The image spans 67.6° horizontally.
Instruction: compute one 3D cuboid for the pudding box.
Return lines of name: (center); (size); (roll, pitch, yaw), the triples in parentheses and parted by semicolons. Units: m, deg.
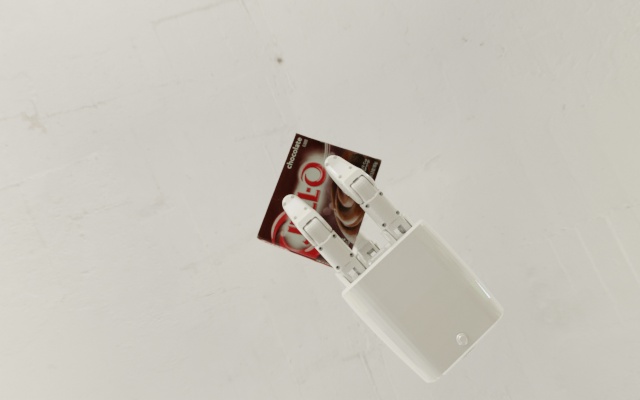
pudding box: (0.000, 0.002, 0.469); (0.090, 0.113, 0.039); (19, -10, 8)
